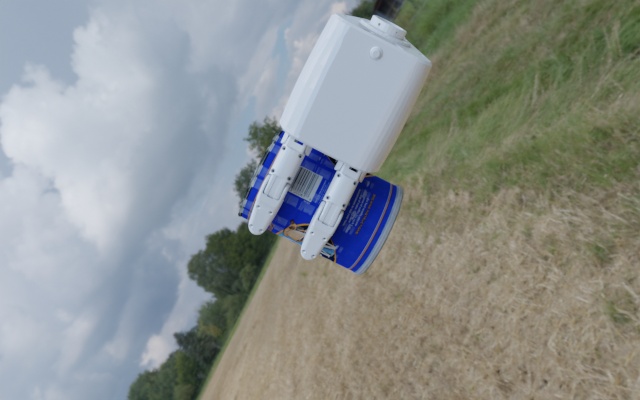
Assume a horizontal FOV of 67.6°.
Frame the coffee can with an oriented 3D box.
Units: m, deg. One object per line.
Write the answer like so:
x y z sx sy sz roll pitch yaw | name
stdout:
0.000 0.002 0.499 0.140 0.103 0.103 26 -1 -3 | coffee can
